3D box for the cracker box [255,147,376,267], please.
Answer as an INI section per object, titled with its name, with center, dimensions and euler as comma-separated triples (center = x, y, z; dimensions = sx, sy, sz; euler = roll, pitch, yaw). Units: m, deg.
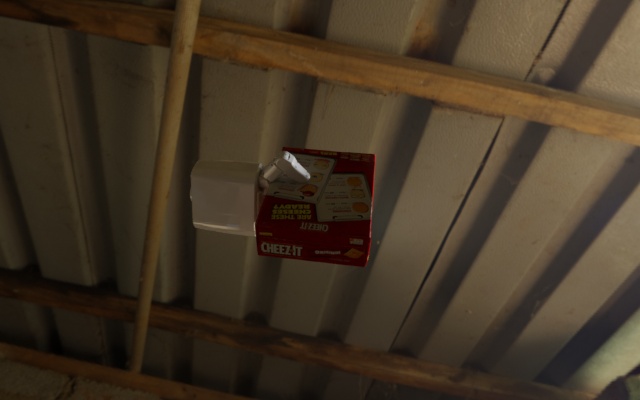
[cracker box]
center = 0.000, 0.002, 0.757
dimensions = 0.164, 0.072, 0.213
euler = 5, 39, 5
